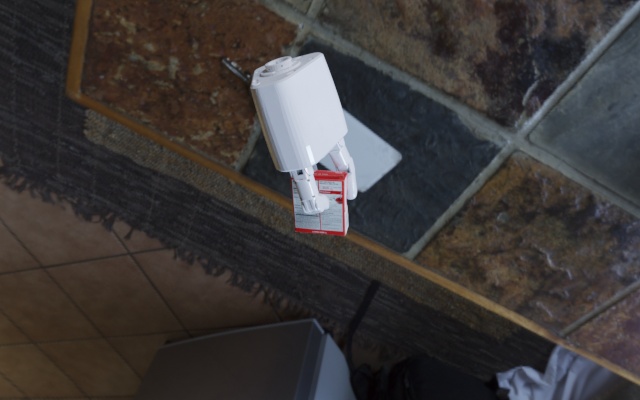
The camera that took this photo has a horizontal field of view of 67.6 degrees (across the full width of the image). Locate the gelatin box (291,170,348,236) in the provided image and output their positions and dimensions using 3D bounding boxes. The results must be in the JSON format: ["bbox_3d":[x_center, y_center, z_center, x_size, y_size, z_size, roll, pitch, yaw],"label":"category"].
[{"bbox_3d":[0.000,0.003,0.656,0.073,0.089,0.030,4,28,12],"label":"gelatin box"}]
